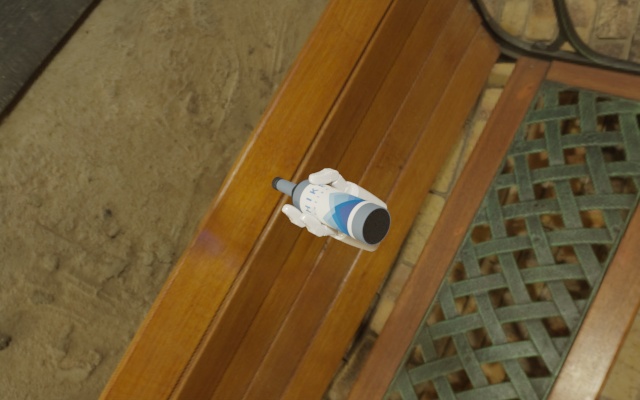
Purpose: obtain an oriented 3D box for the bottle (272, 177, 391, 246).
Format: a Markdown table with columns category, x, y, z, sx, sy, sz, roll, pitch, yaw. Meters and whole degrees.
| category | x | y | z | sx | sy | sz | roll | pitch | yaw |
| --- | --- | --- | --- | --- | --- | --- | --- | --- | --- |
| bottle | 0.000 | 0.003 | 0.880 | 0.069 | 0.069 | 0.295 | 0 | 15 | -40 |
